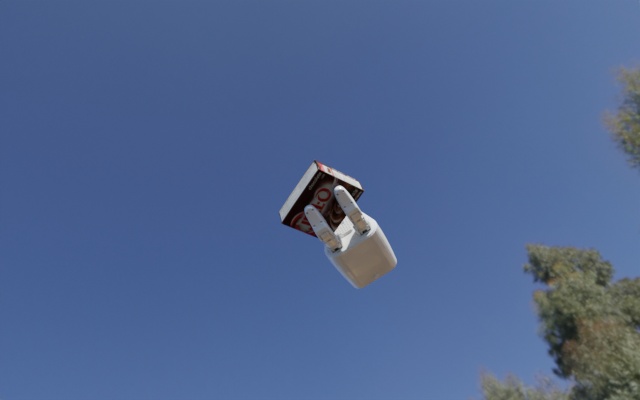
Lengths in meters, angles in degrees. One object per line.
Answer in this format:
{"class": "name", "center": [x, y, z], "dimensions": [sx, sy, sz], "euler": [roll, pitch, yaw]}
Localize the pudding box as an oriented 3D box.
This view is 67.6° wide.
{"class": "pudding box", "center": [0.000, 0.002, 0.760], "dimensions": [0.090, 0.113, 0.039], "euler": [23, 22, -28]}
